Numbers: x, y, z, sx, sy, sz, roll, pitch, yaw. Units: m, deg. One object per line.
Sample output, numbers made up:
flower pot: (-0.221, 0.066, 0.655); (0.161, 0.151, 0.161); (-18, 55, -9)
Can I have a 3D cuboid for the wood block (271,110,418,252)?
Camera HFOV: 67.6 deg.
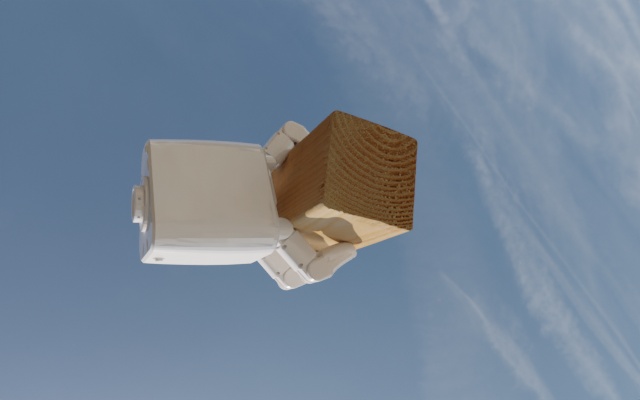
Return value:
wood block: (0.000, 0.001, 0.490); (0.090, 0.090, 0.206); (16, -22, -23)
